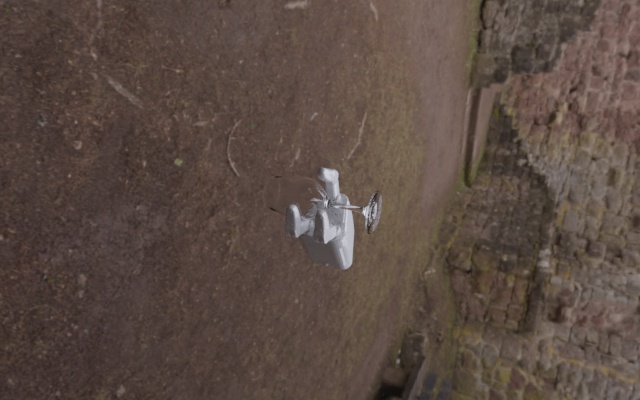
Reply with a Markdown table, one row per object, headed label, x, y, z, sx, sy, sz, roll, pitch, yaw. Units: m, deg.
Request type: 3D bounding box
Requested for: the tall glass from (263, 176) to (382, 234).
| label | x | y | z | sx | sy | sz | roll | pitch | yaw |
| --- | --- | --- | --- | --- | --- | --- | --- | --- | --- |
| tall glass | 0.001 | 0.003 | 0.836 | 0.201 | 0.079 | 0.079 | 11 | 4 | 23 |
